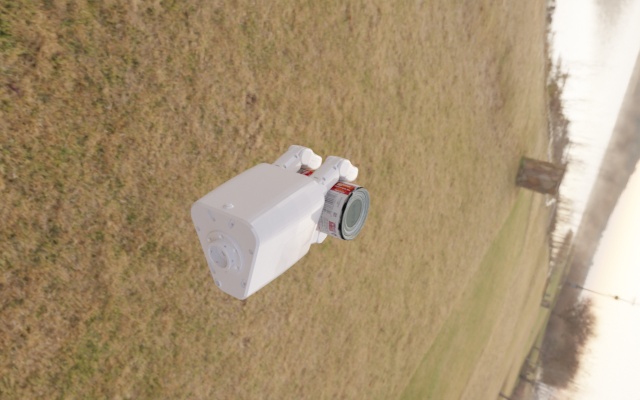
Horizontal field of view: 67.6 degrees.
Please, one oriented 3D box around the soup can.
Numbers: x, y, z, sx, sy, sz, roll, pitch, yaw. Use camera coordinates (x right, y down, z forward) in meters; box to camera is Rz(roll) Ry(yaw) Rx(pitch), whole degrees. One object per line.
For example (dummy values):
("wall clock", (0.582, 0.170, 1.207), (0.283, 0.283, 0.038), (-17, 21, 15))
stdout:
("soup can", (0.001, 0.002, 0.584), (0.102, 0.068, 0.068), (19, 9, 29))
